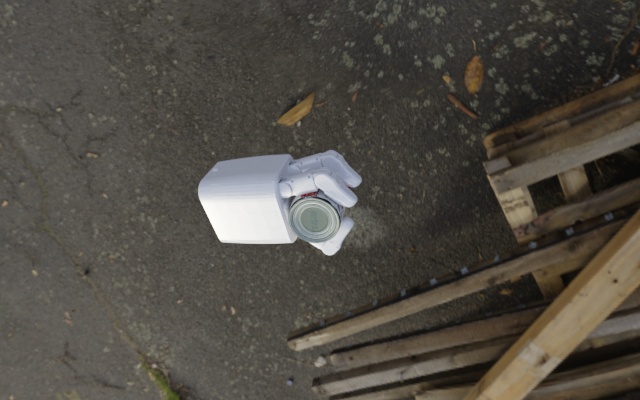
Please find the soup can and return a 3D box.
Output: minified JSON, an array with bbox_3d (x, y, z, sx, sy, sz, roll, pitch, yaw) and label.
[{"bbox_3d":[0.001,0.002,0.628,0.068,0.068,0.102,0,27,11],"label":"soup can"}]
